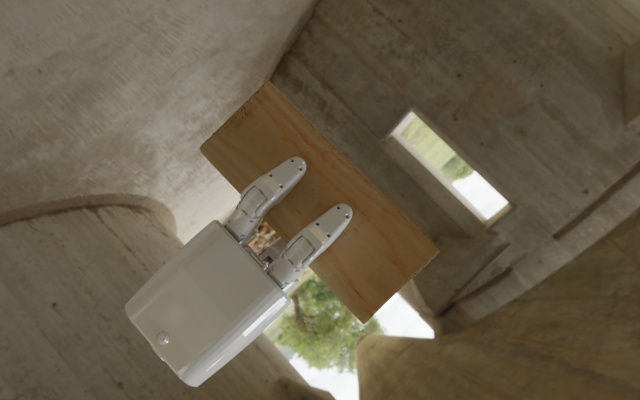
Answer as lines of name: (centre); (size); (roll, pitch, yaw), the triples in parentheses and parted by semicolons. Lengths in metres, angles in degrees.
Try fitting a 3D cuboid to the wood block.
wood block: (0.000, 0.002, 0.443); (0.090, 0.206, 0.091); (-44, -9, 1)
